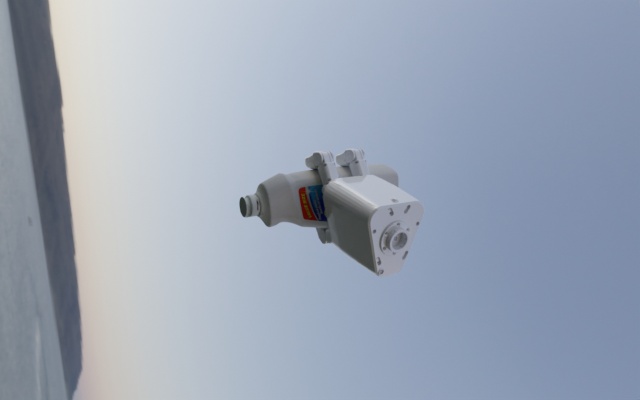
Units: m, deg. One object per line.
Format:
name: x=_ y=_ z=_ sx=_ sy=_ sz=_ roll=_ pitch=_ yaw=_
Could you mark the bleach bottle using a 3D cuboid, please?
bleach bottle: x=0.000 y=0.002 z=0.722 sx=0.251 sy=0.103 sz=0.068 roll=-8 pitch=24 yaw=-30
